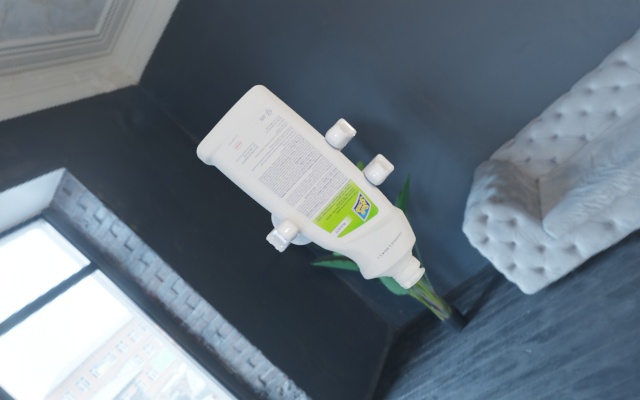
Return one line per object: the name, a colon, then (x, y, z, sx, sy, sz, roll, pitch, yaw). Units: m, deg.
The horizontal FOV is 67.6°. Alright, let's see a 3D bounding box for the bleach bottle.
bleach bottle: (0.000, 0.002, 0.492, 0.251, 0.102, 0.068, 43, 2, -1)
